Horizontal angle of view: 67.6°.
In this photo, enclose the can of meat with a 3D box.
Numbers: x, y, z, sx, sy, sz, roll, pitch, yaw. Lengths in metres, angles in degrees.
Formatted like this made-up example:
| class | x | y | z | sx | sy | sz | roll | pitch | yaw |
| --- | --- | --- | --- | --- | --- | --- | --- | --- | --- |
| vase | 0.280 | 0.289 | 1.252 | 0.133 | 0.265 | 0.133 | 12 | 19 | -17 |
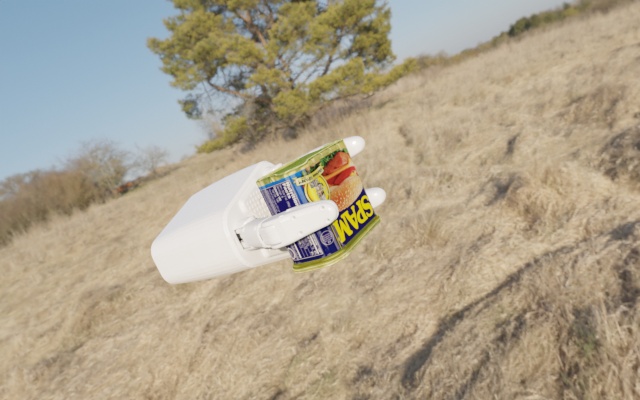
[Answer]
| class | x | y | z | sx | sy | sz | roll | pitch | yaw |
| --- | --- | --- | --- | --- | --- | --- | --- | --- | --- |
| can of meat | 0.000 | 0.001 | 0.418 | 0.057 | 0.084 | 0.102 | -18 | 11 | 35 |
